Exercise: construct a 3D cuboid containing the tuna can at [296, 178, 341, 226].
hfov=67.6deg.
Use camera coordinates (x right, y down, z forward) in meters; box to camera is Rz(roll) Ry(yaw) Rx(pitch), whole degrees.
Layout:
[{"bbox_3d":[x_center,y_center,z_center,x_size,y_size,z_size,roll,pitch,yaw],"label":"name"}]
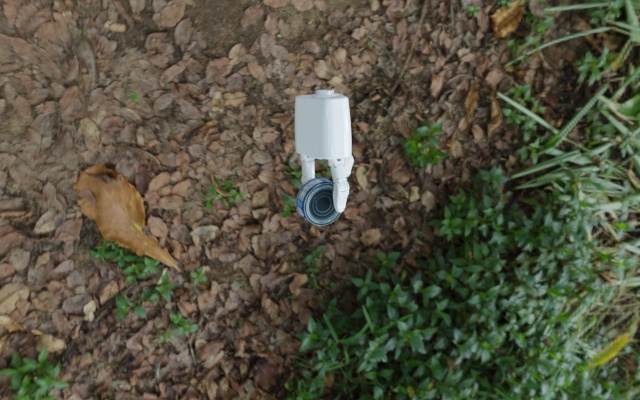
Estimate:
[{"bbox_3d":[0.000,0.003,0.885,0.086,0.086,0.033,0,17,-27],"label":"tuna can"}]
